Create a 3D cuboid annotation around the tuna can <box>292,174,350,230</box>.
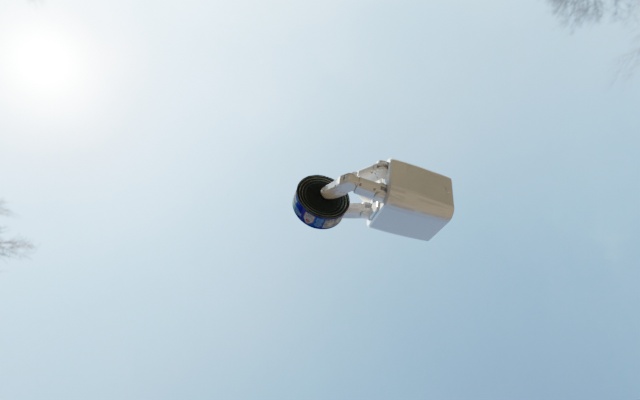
[{"bbox_3d":[0.000,0.003,0.742,0.086,0.086,0.034,0,-39,-22],"label":"tuna can"}]
